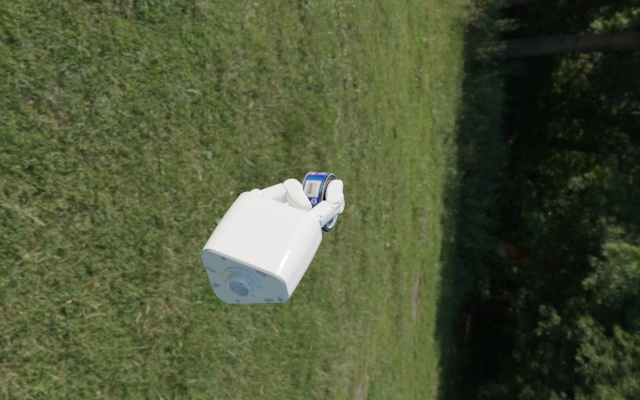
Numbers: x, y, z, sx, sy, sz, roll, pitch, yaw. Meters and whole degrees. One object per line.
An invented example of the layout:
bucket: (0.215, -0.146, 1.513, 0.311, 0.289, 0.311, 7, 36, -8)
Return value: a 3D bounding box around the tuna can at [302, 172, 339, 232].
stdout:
tuna can: (0.001, 0.002, 0.684, 0.034, 0.086, 0.086, 2, 1, 19)
